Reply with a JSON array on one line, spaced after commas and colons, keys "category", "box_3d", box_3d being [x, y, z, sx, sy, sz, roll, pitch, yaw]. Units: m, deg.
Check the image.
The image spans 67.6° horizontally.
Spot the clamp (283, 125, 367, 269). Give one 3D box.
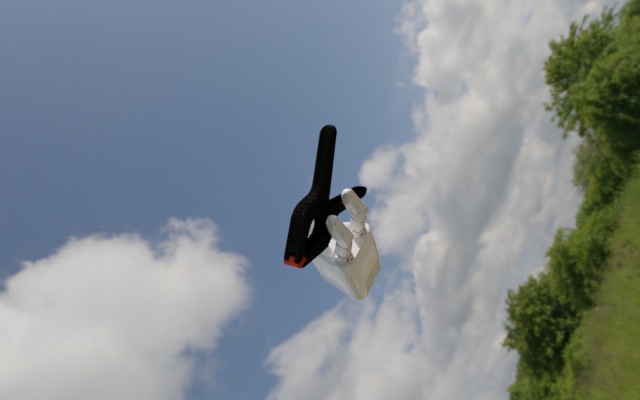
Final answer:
[{"category": "clamp", "box_3d": [-0.001, 0.003, 0.718, 0.036, 0.210, 0.165, 9, -38, 34]}]
